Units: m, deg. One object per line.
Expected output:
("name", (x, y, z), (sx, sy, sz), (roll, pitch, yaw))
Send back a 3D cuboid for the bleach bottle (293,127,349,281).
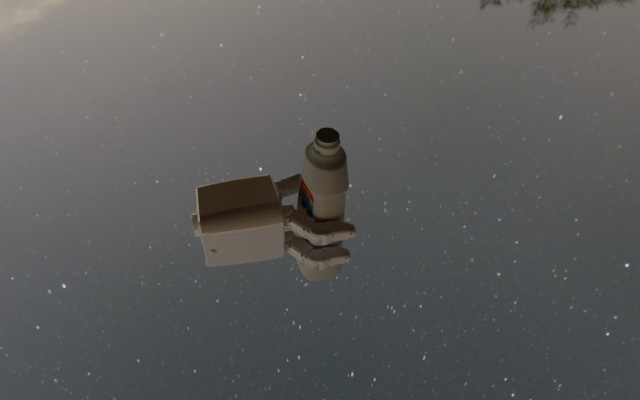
("bleach bottle", (0.000, 0.002, 0.652), (0.068, 0.102, 0.251), (-9, -41, -12))
